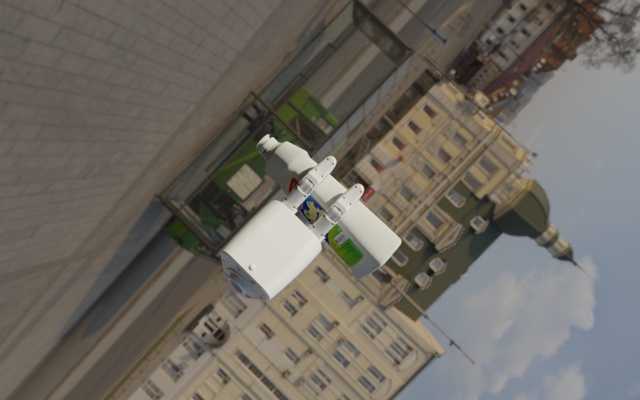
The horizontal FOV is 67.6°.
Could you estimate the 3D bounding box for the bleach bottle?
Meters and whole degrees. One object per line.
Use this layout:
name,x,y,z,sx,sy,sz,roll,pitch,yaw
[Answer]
bleach bottle,0.000,0.002,0.714,0.068,0.251,0.103,-44,-3,-28
